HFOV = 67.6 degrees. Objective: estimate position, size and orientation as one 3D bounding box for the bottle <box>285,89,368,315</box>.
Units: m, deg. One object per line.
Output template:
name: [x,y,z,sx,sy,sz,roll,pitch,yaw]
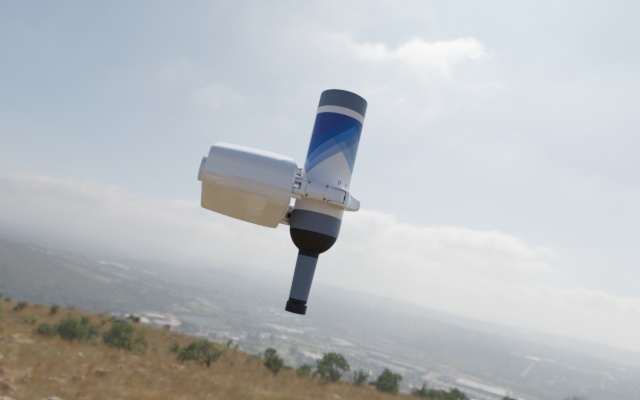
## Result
bottle: [0.000,0.002,0.634,0.069,0.295,0.069,13,-9,2]
